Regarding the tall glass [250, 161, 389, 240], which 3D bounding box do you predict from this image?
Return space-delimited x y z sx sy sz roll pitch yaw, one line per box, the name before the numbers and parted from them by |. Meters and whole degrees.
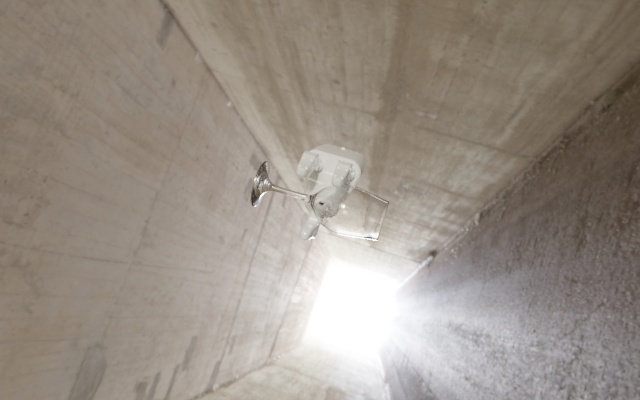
tall glass | -0.001 0.002 0.731 0.201 0.079 0.079 17 2 8
